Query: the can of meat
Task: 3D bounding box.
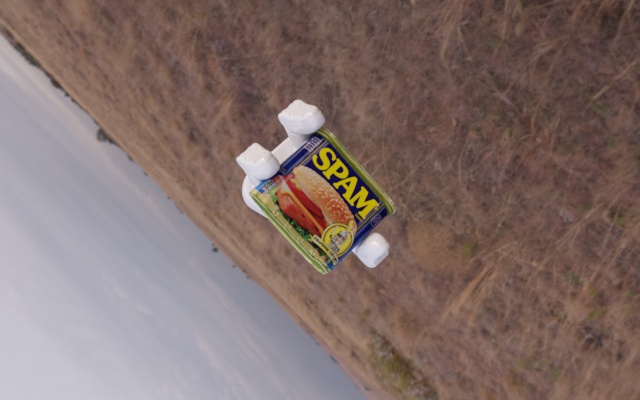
[{"bbox_3d":[0.000,0.002,0.419,0.084,0.102,0.057,-43,7,-11],"label":"can of meat"}]
